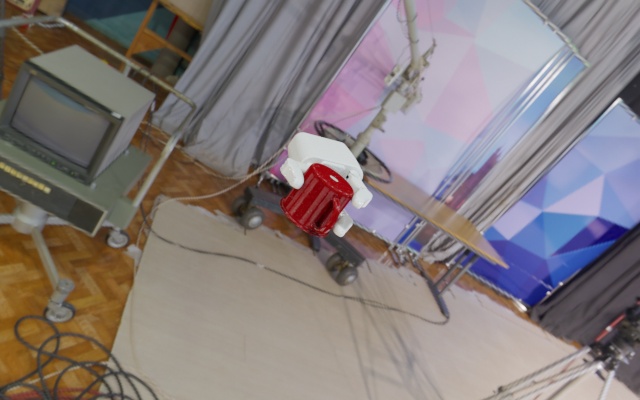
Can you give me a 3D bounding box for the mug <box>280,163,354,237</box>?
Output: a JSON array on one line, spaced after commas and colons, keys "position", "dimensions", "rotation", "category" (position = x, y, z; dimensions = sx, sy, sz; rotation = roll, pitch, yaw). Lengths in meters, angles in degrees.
[{"position": [0.000, 0.003, 0.728], "dimensions": [0.093, 0.081, 0.117], "rotation": [26, 22, -27], "category": "mug"}]
